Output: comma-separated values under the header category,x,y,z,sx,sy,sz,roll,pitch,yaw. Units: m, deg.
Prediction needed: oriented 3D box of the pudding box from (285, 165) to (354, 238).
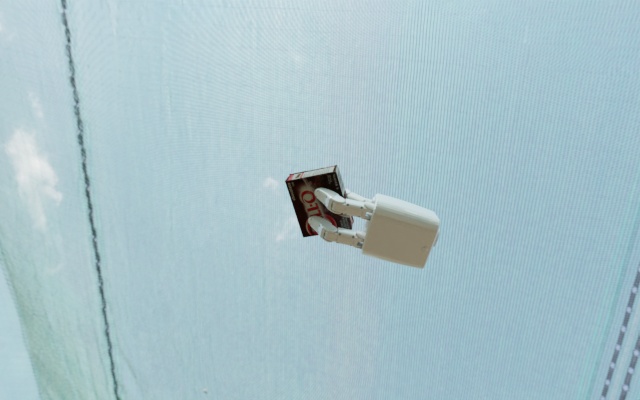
category,x,y,z,sx,sy,sz,roll,pitch,yaw
pudding box,0.000,0.003,0.809,0.090,0.113,0.039,-11,21,15
